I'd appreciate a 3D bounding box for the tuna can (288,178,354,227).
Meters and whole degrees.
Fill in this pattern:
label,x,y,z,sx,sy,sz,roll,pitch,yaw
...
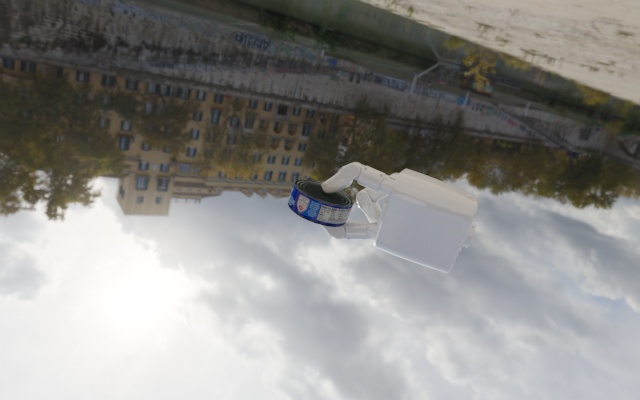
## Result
label,x,y,z,sx,sy,sz,roll,pitch,yaw
tuna can,0.000,0.003,0.643,0.086,0.034,0.086,18,18,-6
